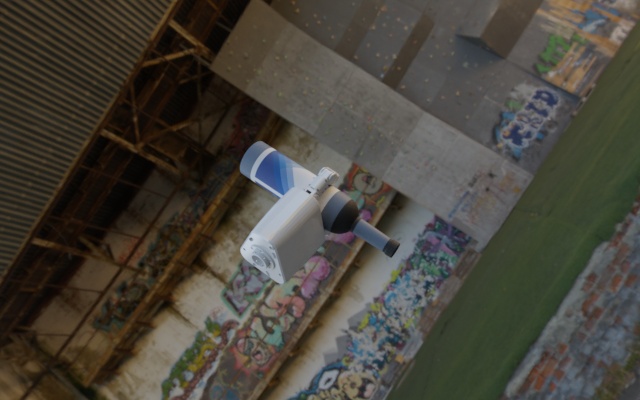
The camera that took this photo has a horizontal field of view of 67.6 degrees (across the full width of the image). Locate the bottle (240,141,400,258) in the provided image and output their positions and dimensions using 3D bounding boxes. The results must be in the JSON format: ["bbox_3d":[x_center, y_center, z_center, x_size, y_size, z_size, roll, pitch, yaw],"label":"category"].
[{"bbox_3d":[0.000,0.002,0.794,0.295,0.069,0.069,33,10,15],"label":"bottle"}]
